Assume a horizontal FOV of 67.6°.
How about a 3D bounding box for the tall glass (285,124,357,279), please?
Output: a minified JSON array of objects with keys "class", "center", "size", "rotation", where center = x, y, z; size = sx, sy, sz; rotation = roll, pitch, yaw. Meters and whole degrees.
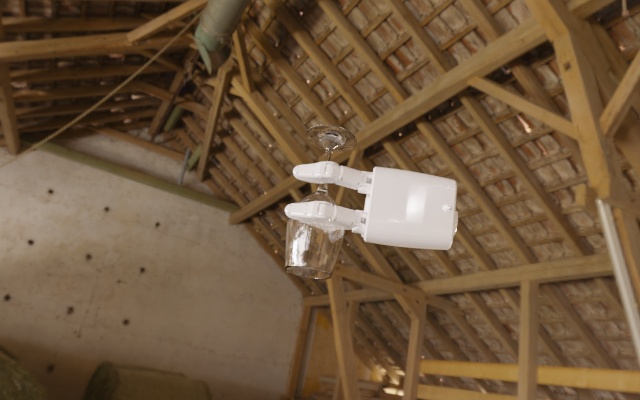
[{"class":"tall glass","center":[0.000,0.001,0.649],"size":[0.079,0.201,0.079],"rotation":[9,-21,3]}]
